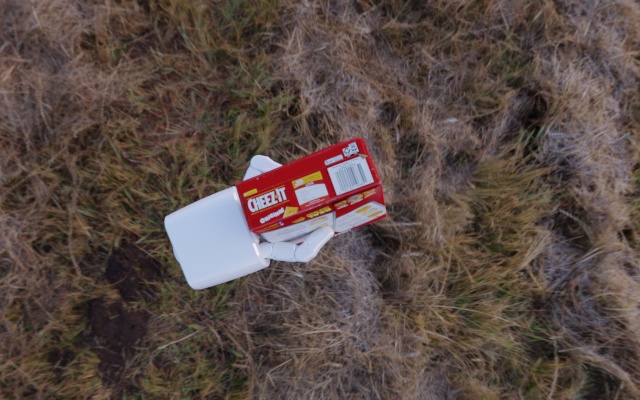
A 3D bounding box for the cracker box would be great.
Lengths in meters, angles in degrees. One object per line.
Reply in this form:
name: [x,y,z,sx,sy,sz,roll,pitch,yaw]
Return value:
cracker box: [0.000,0.002,0.650,0.164,0.072,0.214,-21,-15,5]
